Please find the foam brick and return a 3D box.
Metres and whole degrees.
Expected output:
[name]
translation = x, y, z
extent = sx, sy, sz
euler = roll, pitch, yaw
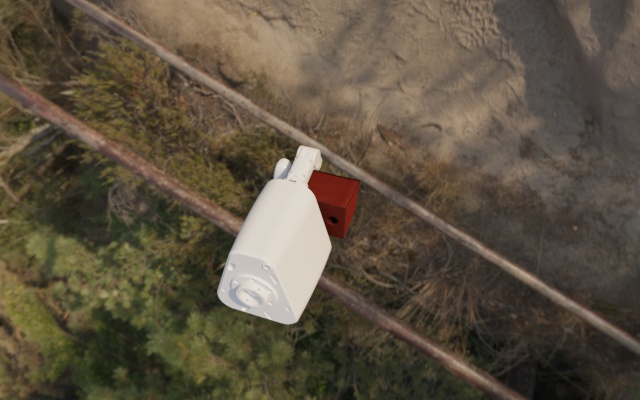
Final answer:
[foam brick]
translation = 0.000, 0.002, 0.556
extent = 0.078, 0.053, 0.051
euler = 14, 45, 11
